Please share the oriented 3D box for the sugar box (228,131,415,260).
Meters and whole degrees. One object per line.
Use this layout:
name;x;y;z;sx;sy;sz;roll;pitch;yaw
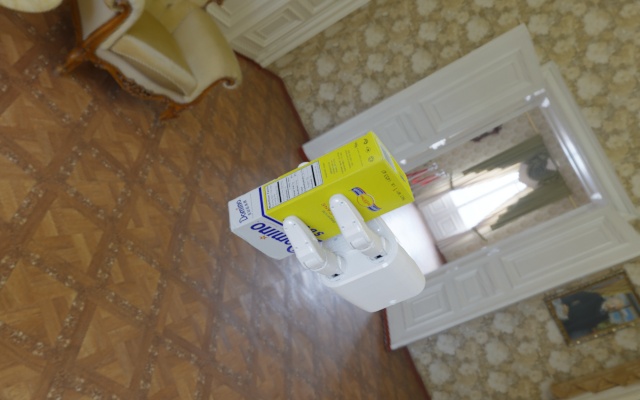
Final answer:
sugar box;0.000;0.002;0.508;0.176;0.048;0.093;-28;-38;17
